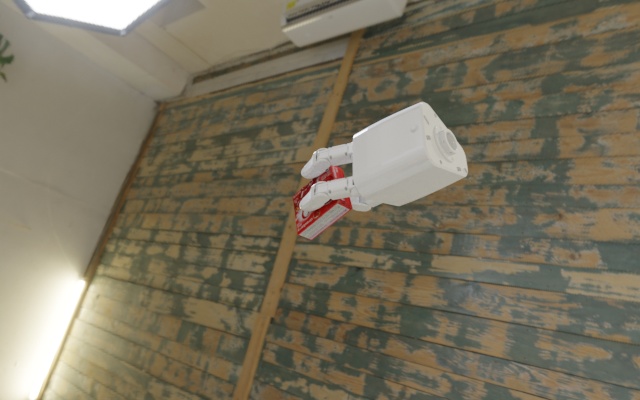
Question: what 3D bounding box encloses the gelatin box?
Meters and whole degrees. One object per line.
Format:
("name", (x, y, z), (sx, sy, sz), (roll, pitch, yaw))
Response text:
("gelatin box", (0.000, 0.003, 0.678), (0.030, 0.073, 0.089), (25, -51, -35))
